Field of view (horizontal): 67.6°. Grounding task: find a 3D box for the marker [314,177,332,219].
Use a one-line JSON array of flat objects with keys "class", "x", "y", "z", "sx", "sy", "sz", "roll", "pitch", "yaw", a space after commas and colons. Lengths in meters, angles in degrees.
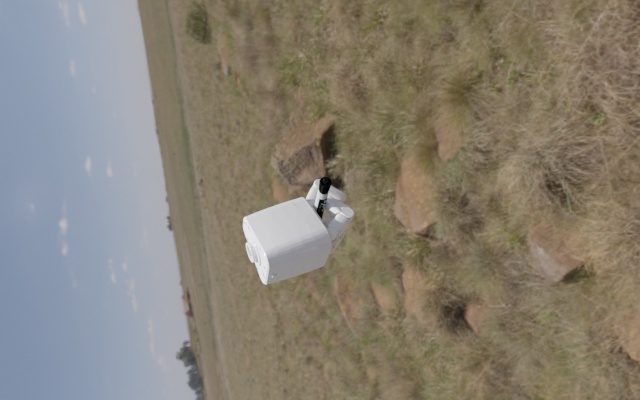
[{"class": "marker", "x": 0.000, "y": 0.002, "z": 0.760, "sx": 0.020, "sy": 0.020, "sz": 0.121, "roll": 0, "pitch": -34, "yaw": -10}]
